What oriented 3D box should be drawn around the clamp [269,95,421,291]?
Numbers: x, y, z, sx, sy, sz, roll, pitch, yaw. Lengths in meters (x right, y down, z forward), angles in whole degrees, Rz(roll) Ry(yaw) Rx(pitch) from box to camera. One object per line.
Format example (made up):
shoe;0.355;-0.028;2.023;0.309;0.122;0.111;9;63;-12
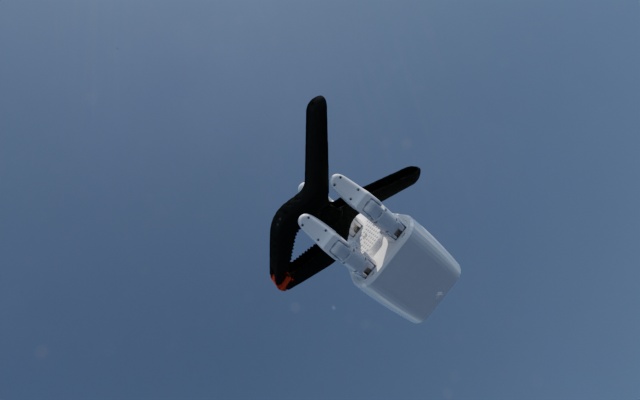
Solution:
clamp;0.000;0.002;0.532;0.165;0.210;0.036;39;-1;-27
